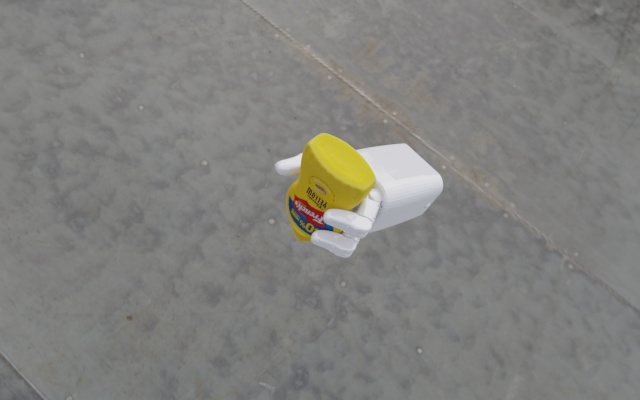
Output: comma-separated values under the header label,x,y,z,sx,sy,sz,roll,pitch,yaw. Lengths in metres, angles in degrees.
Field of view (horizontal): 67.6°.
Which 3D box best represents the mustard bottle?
label,x,y,z,sx,sy,sz,roll,pitch,yaw
mustard bottle,0.000,0.002,0.652,0.058,0.096,0.192,-42,-12,-36
